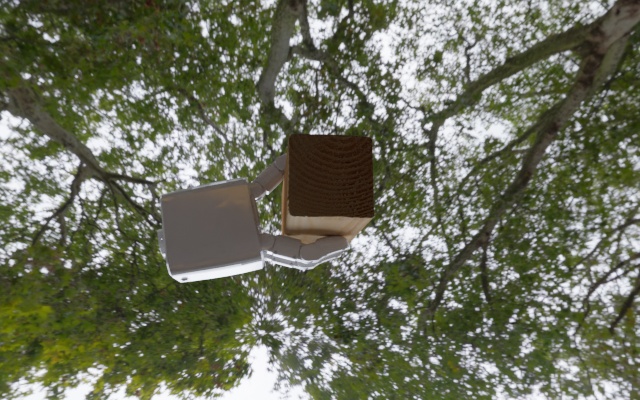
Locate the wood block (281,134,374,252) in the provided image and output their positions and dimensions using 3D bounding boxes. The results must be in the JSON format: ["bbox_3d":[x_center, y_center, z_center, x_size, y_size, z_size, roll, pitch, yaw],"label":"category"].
[{"bbox_3d":[0.000,0.002,0.584,0.090,0.090,0.206,1,-16,-7],"label":"wood block"}]
